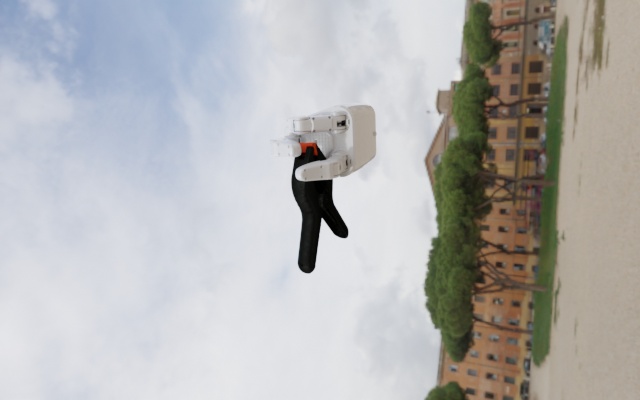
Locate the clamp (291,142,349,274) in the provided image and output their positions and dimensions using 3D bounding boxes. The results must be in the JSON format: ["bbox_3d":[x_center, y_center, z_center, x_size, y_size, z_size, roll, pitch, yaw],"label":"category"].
[{"bbox_3d":[-0.001,0.002,0.657,0.039,0.171,0.120,3,15,25],"label":"clamp"}]
